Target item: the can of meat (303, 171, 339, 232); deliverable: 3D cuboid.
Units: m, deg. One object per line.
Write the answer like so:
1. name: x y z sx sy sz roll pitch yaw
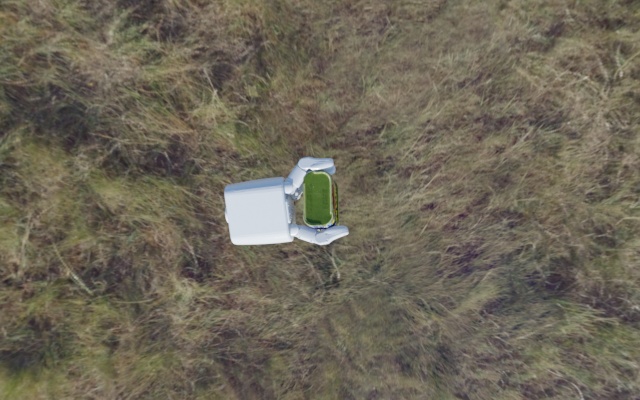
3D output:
1. can of meat: 0.000 0.003 0.850 0.057 0.102 0.084 -3 -10 7
